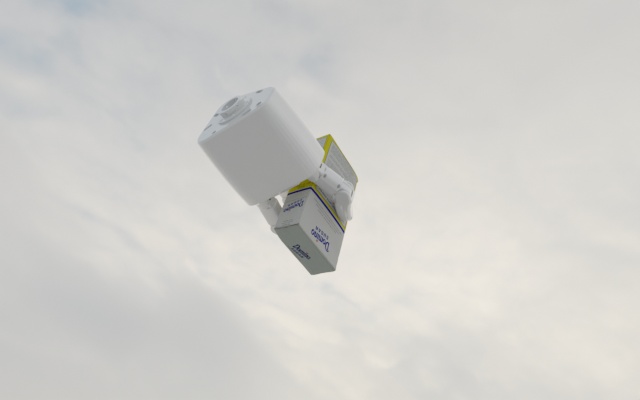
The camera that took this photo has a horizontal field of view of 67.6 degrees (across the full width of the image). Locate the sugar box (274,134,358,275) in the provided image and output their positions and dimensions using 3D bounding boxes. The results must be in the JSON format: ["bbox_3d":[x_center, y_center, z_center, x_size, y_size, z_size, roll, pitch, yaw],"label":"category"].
[{"bbox_3d":[0.000,0.002,0.641,0.048,0.093,0.176,-14,38,32],"label":"sugar box"}]
